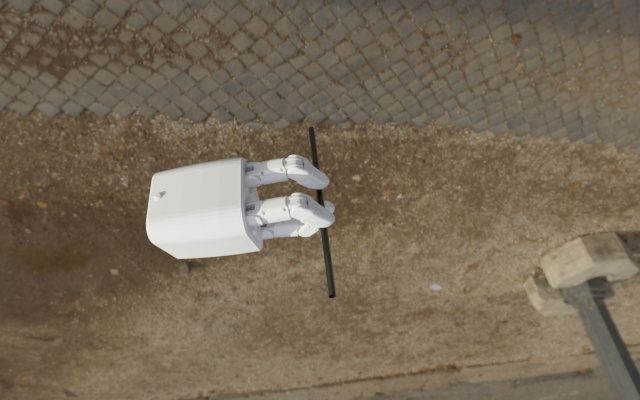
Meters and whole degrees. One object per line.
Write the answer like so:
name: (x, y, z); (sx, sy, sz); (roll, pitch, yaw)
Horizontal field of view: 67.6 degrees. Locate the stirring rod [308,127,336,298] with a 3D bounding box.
stirring rod: (0.000, 0.002, 0.558); (0.011, 0.239, 0.011); (-5, -36, -3)
